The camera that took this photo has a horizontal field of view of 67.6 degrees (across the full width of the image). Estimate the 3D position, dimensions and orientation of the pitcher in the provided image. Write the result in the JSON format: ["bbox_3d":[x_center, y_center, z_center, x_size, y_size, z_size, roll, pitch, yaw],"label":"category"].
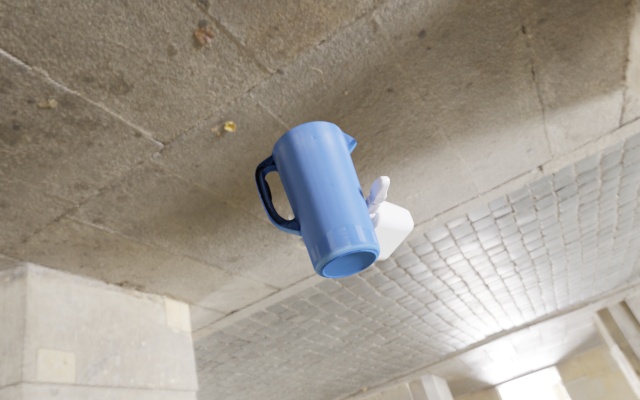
[{"bbox_3d":[0.000,0.003,0.790,0.145,0.242,0.149,14,-43,-43],"label":"pitcher"}]
